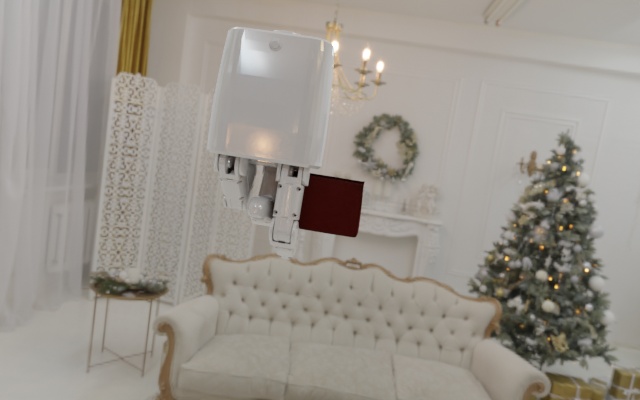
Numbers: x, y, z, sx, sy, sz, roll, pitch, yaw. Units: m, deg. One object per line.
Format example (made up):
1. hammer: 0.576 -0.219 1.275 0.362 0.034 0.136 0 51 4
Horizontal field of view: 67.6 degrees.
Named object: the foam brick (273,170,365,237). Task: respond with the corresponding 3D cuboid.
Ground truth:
1. foam brick: 0.000 0.002 0.441 0.078 0.051 0.053 9 2 4
